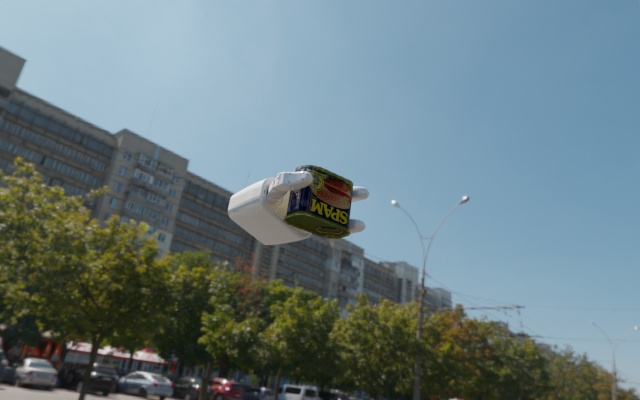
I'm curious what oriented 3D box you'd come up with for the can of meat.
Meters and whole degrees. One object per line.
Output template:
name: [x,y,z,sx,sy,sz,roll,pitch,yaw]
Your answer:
can of meat: [0.000,0.002,0.719,0.102,0.084,0.057,23,-27,-32]
